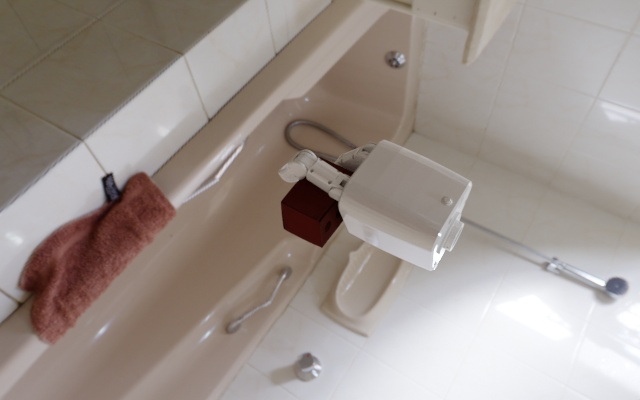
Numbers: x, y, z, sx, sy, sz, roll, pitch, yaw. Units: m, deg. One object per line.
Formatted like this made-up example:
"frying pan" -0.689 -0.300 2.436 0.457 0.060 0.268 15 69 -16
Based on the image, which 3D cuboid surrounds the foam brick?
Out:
"foam brick" 0.000 0.002 0.525 0.051 0.078 0.053 28 -31 20
